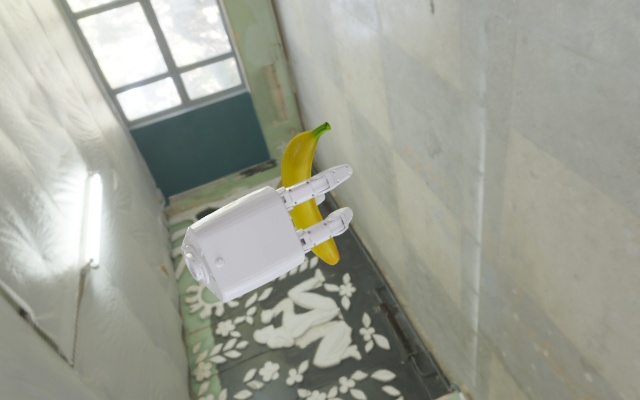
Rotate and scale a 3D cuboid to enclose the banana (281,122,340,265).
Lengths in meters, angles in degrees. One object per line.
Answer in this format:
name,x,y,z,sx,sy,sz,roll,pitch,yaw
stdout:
banana,-0.016,-0.004,0.617,0.069,0.198,0.037,12,32,32
